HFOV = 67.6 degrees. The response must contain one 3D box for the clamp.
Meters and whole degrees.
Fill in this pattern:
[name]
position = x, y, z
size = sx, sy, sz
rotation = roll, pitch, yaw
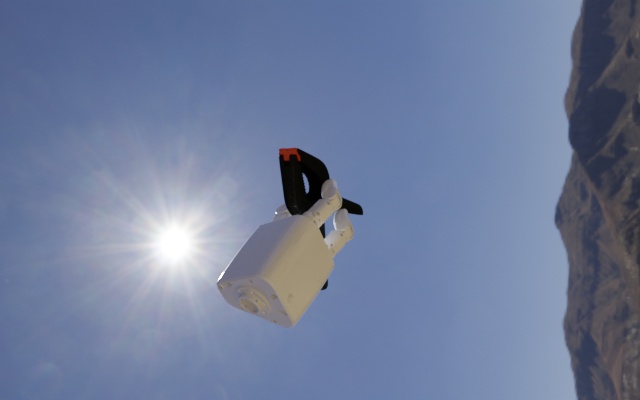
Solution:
[clamp]
position = -0.001, 0.002, 0.693
size = 0.036, 0.210, 0.164
rotation = 1, 38, 33
